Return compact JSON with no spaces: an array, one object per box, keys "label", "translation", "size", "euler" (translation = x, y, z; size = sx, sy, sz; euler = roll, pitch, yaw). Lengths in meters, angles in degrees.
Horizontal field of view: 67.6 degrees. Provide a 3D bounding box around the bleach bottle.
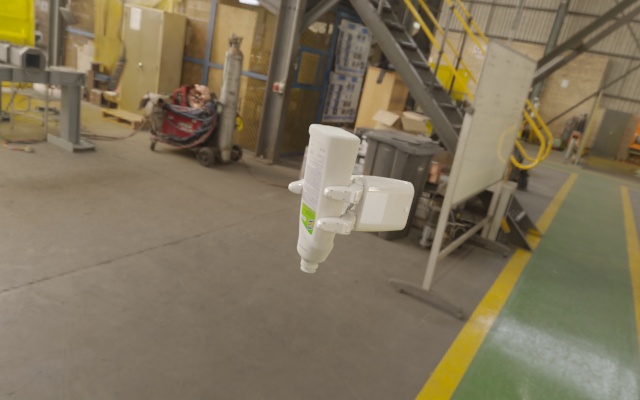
[{"label":"bleach bottle","translation":[0.000,0.003,0.825],"size":[0.068,0.251,0.102],"euler":[4,18,-25]}]
